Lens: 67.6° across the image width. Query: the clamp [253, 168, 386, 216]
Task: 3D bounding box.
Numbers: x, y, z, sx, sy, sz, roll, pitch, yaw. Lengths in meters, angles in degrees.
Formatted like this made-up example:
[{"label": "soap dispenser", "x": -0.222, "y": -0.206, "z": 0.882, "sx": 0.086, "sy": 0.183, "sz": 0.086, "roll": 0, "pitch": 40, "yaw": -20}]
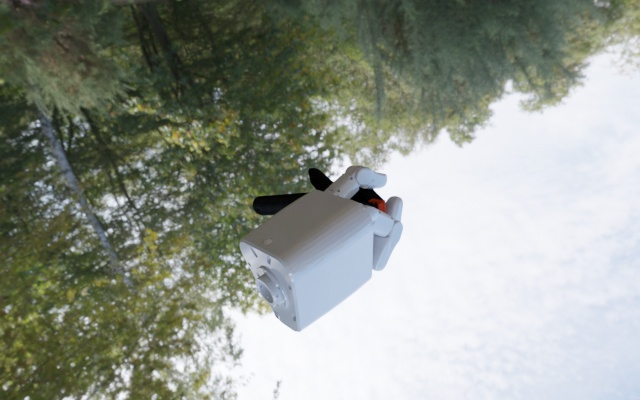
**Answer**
[{"label": "clamp", "x": 0.000, "y": 0.002, "z": 0.589, "sx": 0.120, "sy": 0.039, "sz": 0.171, "roll": -32, "pitch": 31, "yaw": -30}]
